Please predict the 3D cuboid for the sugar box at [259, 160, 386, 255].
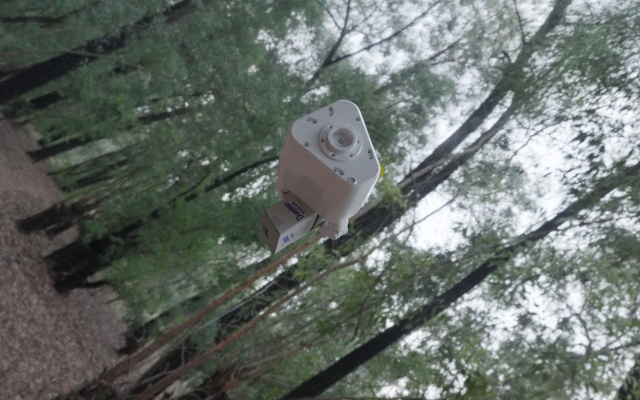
[{"bbox_3d":[0.000,0.002,0.663,0.176,0.048,0.093,-29,-14,-21],"label":"sugar box"}]
